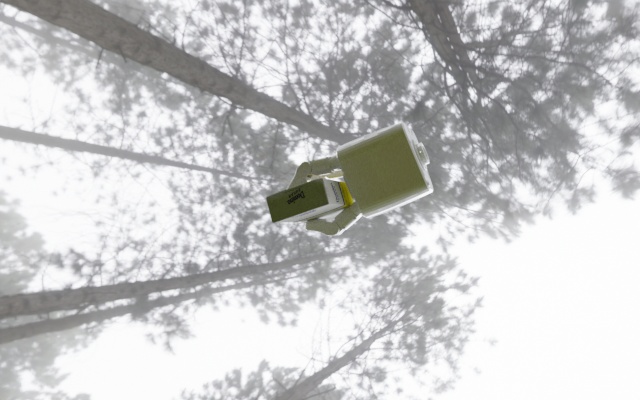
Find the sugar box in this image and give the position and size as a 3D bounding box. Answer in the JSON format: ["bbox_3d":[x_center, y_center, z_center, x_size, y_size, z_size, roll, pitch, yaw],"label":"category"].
[{"bbox_3d":[0.000,0.002,0.736,0.093,0.048,0.176,-19,-11,20],"label":"sugar box"}]
